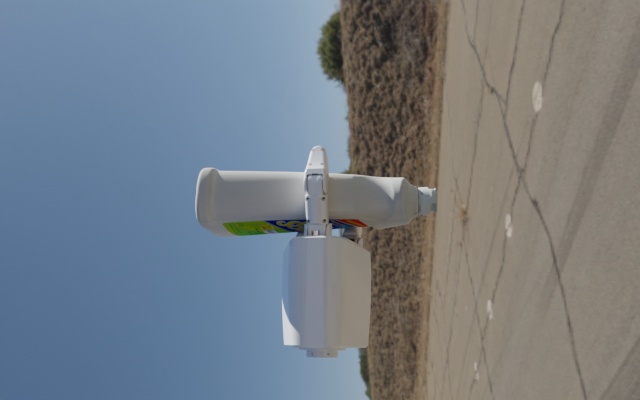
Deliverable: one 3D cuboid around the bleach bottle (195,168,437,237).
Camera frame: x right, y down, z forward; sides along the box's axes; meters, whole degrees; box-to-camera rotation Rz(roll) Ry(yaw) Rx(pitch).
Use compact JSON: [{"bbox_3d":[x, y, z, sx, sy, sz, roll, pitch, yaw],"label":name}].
[{"bbox_3d":[0.000,0.002,0.527,0.251,0.068,0.102,-2,-17,8],"label":"bleach bottle"}]
